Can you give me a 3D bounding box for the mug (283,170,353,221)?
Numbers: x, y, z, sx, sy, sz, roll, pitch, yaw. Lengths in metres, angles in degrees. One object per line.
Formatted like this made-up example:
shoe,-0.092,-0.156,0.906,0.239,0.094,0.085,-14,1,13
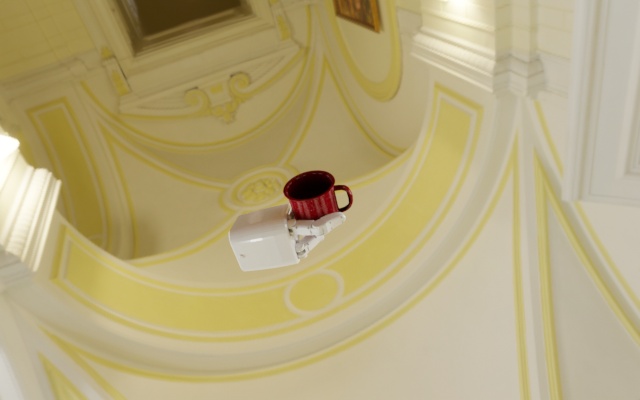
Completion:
mug,0.002,0.003,0.850,0.117,0.082,0.093,-11,35,7
